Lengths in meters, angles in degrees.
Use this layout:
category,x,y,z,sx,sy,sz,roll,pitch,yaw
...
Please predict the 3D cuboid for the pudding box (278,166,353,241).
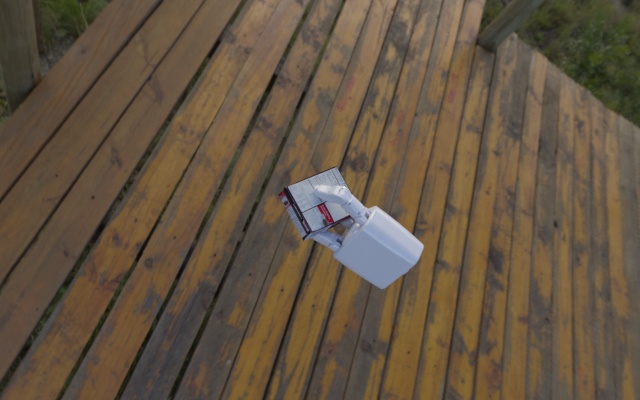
category,x,y,z,sx,sy,sz,roll,pitch,yaw
pudding box,0.000,0.003,0.793,0.113,0.090,0.039,-23,-11,-34
